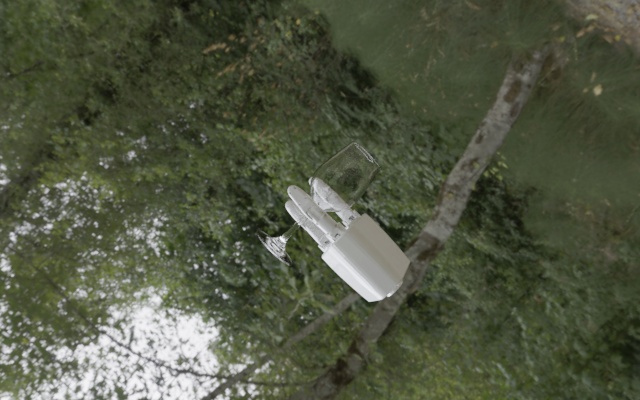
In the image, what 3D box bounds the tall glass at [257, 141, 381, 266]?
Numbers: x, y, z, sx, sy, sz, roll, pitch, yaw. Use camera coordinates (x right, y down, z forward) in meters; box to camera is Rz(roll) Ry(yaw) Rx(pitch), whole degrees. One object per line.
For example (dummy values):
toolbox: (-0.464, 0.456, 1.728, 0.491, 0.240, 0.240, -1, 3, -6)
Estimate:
tall glass: (0.000, 0.003, 0.721, 0.079, 0.201, 0.079, 44, 3, -3)
